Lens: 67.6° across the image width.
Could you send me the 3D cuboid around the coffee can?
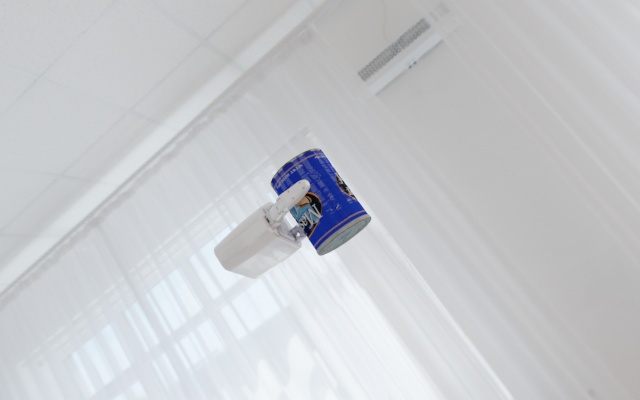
[{"bbox_3d":[0.000,0.003,0.765,0.103,0.140,0.103,-33,-14,-10],"label":"coffee can"}]
